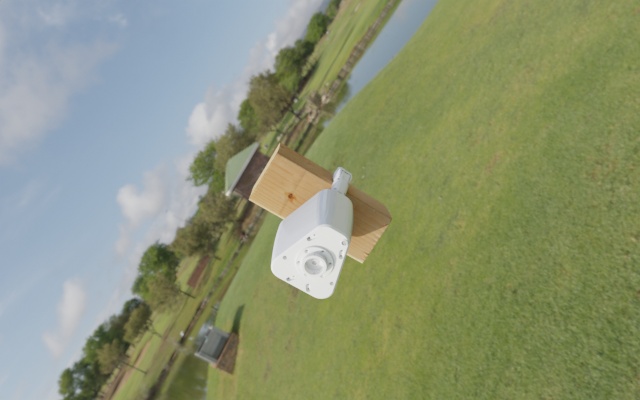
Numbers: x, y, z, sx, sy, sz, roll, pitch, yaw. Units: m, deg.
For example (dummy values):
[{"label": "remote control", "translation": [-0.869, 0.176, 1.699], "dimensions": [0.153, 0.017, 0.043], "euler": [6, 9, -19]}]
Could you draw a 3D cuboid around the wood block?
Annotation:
[{"label": "wood block", "translation": [0.000, 0.002, 0.772], "dimensions": [0.206, 0.091, 0.090], "euler": [30, 12, -10]}]
